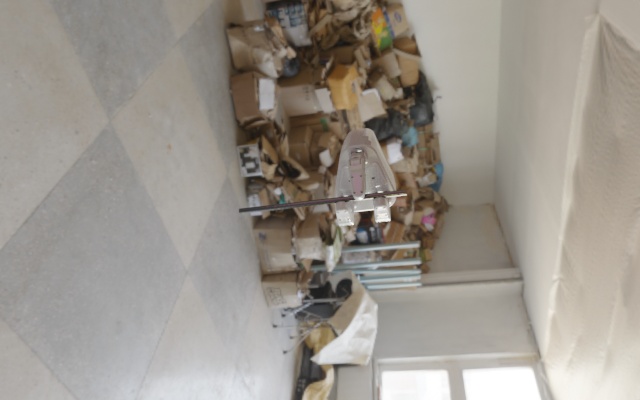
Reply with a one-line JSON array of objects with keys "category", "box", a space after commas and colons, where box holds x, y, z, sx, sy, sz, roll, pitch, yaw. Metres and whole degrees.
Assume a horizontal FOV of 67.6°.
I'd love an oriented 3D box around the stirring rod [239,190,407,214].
[{"category": "stirring rod", "box": [0.000, 0.002, 0.675, 0.239, 0.011, 0.011, -7, -1, 10]}]
